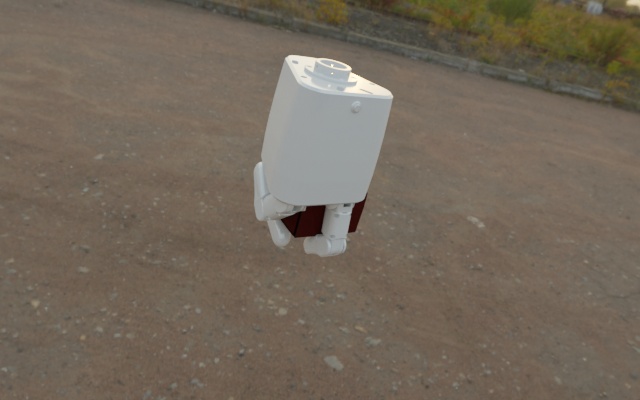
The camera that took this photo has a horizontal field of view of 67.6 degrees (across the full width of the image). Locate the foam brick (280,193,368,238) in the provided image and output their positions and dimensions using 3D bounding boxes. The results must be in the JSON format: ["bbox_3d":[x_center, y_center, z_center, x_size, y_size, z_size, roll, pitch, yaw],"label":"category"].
[{"bbox_3d":[0.000,0.002,0.500,0.078,0.051,0.053,-3,32,-32],"label":"foam brick"}]
